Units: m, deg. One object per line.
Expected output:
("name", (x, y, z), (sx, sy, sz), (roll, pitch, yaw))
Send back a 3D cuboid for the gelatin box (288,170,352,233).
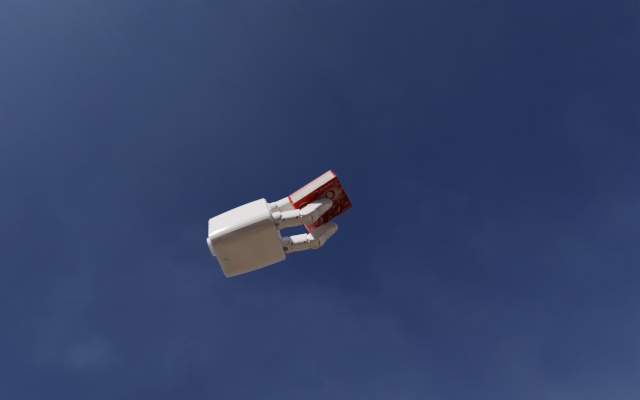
("gelatin box", (0.000, 0.002, 0.813), (0.089, 0.073, 0.030), (-33, 36, -3))
